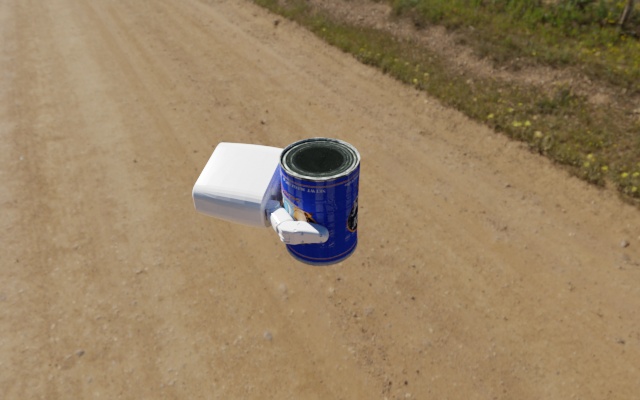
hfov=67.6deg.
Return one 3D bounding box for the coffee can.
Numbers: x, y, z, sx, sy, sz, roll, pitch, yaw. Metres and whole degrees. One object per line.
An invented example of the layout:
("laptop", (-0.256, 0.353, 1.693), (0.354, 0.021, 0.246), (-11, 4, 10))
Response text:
("coffee can", (0.000, 0.002, 0.637), (0.103, 0.140, 0.102), (-1, 36, 1))
